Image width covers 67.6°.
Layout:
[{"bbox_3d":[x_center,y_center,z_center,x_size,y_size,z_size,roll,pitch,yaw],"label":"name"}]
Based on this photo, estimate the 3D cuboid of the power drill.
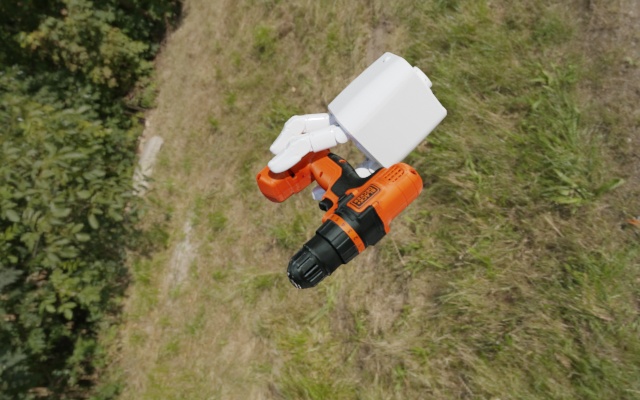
[{"bbox_3d":[0.000,0.001,0.571,0.184,0.057,0.187,-39,43,-14],"label":"power drill"}]
